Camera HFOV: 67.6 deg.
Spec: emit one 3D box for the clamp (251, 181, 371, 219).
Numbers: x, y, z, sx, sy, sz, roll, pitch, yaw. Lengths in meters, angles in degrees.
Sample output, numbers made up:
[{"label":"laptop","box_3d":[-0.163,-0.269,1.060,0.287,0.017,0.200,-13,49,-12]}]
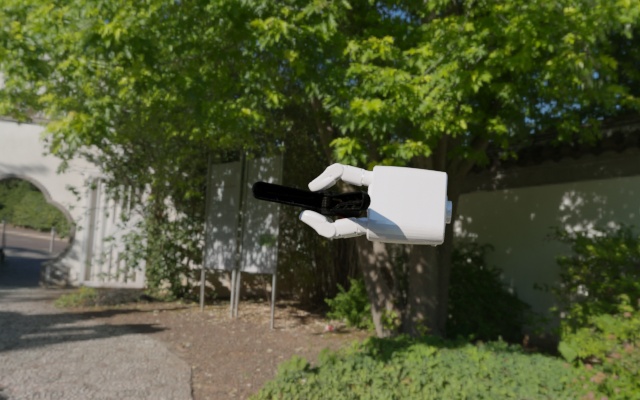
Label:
[{"label":"clamp","box_3d":[0.001,0.002,0.712,0.164,0.036,0.210,8,-5,11]}]
